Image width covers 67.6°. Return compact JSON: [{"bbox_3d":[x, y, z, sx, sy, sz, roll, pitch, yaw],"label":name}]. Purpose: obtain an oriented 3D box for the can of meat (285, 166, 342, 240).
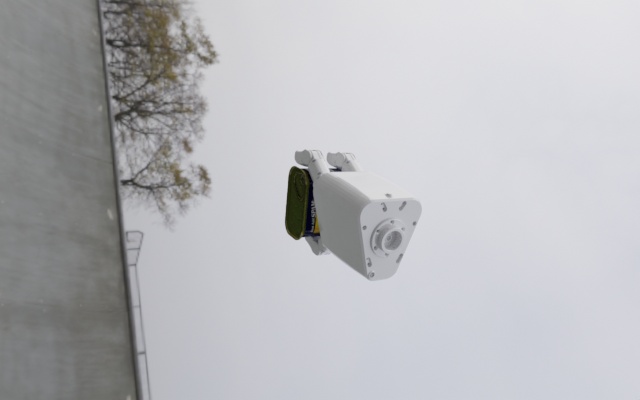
[{"bbox_3d":[0.000,0.002,0.687,0.084,0.102,0.057,-2,16,-28],"label":"can of meat"}]
